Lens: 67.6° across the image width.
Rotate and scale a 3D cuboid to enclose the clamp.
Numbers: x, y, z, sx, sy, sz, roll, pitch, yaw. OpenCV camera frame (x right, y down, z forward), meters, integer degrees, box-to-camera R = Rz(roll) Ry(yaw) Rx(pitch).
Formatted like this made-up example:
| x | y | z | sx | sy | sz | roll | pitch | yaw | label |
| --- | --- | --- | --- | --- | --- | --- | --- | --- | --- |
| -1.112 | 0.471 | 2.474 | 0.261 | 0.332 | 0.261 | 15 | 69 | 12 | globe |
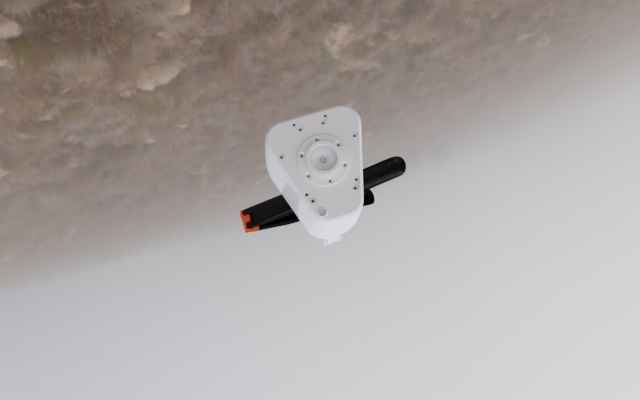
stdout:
| x | y | z | sx | sy | sz | roll | pitch | yaw | label |
| --- | --- | --- | --- | --- | --- | --- | --- | --- | --- |
| 0.000 | 0.003 | 0.635 | 0.210 | 0.036 | 0.164 | -17 | -12 | -5 | clamp |
